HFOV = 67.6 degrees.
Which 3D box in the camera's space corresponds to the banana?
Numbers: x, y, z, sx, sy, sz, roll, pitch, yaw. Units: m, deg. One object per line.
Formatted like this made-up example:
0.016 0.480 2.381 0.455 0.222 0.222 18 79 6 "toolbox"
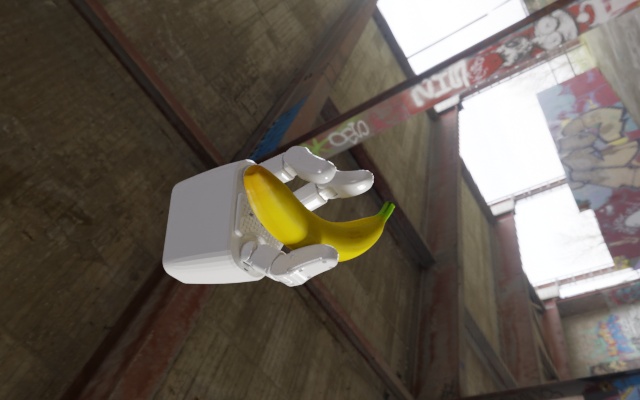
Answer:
0.000 0.020 0.435 0.037 0.069 0.198 3 -7 40 "banana"
